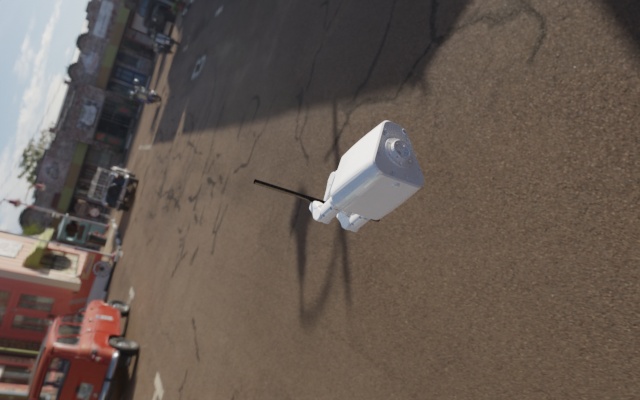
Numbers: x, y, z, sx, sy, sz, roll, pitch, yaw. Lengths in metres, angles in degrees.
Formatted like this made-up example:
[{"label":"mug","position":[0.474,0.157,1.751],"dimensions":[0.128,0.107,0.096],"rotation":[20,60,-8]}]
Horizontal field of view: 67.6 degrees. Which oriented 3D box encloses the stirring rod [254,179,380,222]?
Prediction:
[{"label":"stirring rod","position":[0.000,0.003,0.800],"dimensions":[0.239,0.011,0.011],"rotation":[17,-8,-26]}]
